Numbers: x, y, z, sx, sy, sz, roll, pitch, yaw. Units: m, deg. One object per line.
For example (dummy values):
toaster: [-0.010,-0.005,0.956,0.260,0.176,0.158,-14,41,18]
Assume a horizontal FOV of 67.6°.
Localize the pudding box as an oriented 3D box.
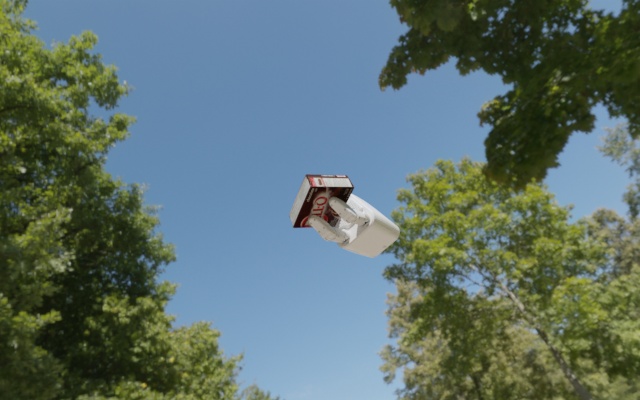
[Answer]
pudding box: [0.000,0.003,0.893,0.090,0.114,0.039,-1,44,-27]
